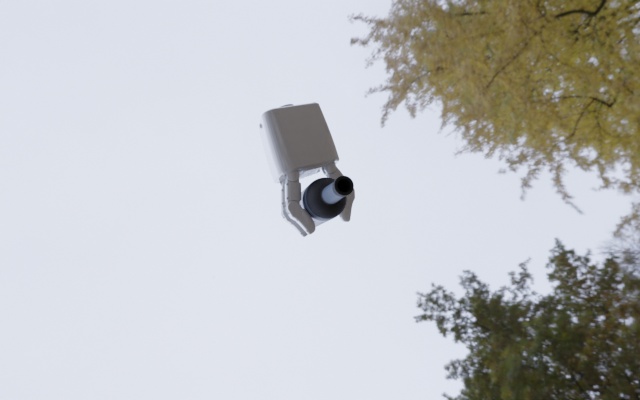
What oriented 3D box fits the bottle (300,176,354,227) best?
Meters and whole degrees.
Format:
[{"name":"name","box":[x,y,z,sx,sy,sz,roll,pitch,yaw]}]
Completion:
[{"name":"bottle","box":[0.000,0.003,0.780,0.069,0.069,0.296,0,-9,-13]}]
